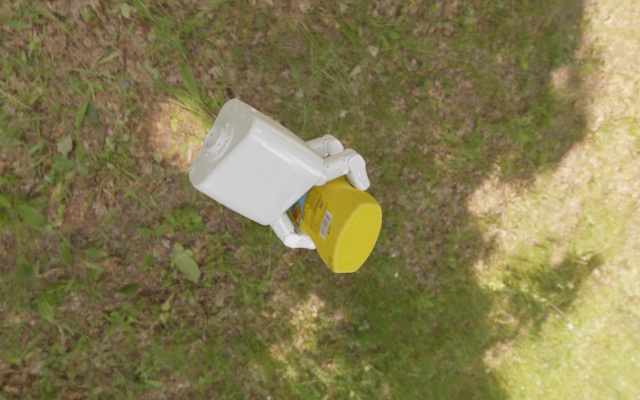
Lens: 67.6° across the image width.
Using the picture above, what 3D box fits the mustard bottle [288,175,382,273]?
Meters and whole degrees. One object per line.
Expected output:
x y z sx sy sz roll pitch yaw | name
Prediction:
0.000 0.002 0.612 0.058 0.096 0.191 3 26 -32 | mustard bottle
